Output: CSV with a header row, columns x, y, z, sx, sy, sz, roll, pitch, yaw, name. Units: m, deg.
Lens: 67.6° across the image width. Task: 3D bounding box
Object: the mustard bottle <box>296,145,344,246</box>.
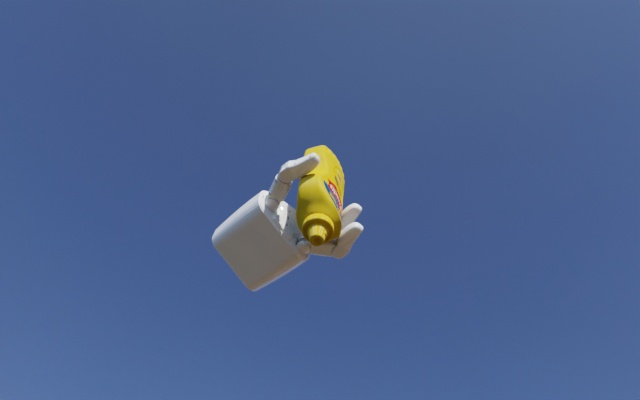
x,y,z,sx,sy,sz,roll,pitch,yaw,name
0.000,0.002,0.669,0.058,0.096,0.191,-13,28,11,mustard bottle
